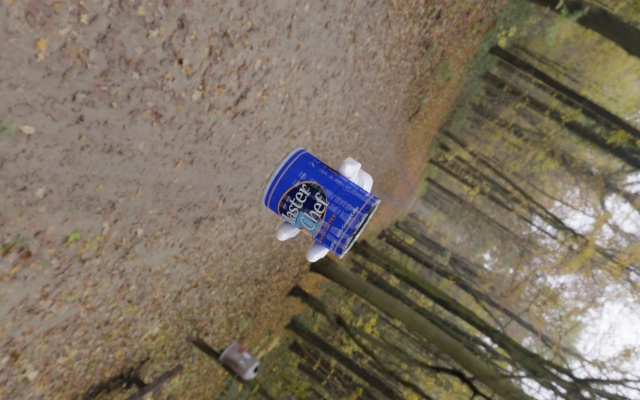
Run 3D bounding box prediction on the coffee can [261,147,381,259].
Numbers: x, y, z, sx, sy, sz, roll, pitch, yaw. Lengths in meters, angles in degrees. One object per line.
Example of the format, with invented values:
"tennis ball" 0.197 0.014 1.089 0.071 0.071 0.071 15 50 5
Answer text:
"coffee can" 0.000 0.002 0.689 0.140 0.103 0.103 34 7 10
